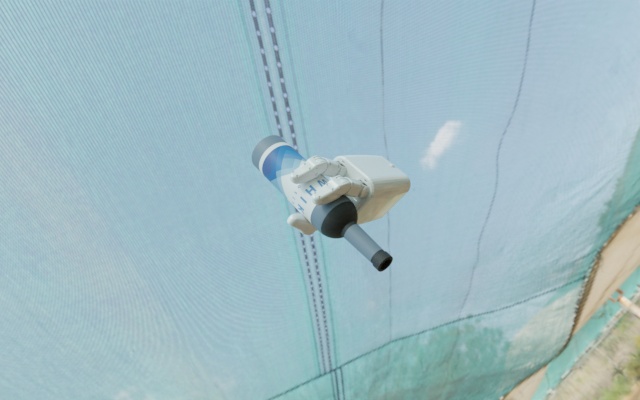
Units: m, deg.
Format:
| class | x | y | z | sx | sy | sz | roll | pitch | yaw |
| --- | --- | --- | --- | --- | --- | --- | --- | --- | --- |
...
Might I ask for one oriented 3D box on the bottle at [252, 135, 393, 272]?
| class | x | y | z | sx | sy | sz | roll | pitch | yaw |
| --- | --- | --- | --- | --- | --- | --- | --- | --- | --- |
| bottle | 0.000 | 0.002 | 0.732 | 0.069 | 0.069 | 0.295 | 0 | 35 | -48 |
